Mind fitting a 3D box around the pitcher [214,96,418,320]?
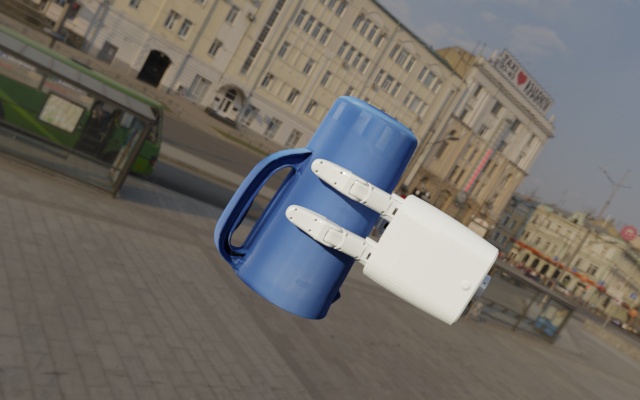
[{"bbox_3d":[0.000,0.002,0.557,0.145,0.243,0.149,32,6,16],"label":"pitcher"}]
